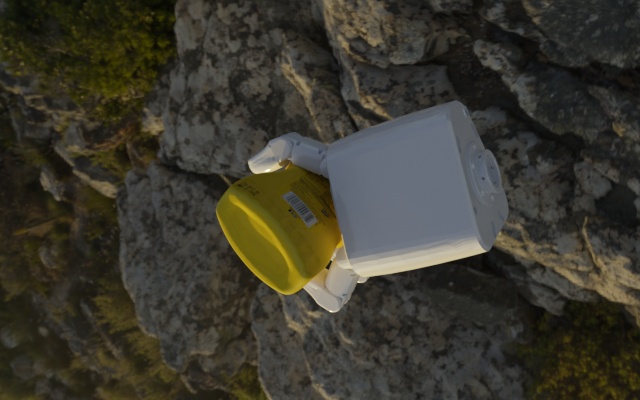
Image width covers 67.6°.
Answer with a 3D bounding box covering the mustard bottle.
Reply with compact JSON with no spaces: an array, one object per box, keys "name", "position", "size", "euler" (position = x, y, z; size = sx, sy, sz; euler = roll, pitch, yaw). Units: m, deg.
[{"name":"mustard bottle","position":[0.000,0.002,0.438],"size":[0.058,0.096,0.191],"euler":[-47,-8,36]}]
